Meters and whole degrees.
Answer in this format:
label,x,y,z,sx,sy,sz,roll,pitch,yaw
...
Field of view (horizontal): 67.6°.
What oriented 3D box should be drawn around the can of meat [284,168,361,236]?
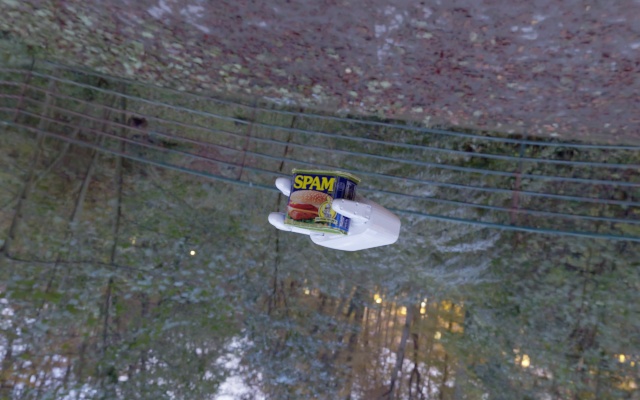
label,x,y,z,sx,sy,sz,roll,pitch,yaw
can of meat,0.000,0.003,0.694,0.102,0.084,0.057,6,-9,33
